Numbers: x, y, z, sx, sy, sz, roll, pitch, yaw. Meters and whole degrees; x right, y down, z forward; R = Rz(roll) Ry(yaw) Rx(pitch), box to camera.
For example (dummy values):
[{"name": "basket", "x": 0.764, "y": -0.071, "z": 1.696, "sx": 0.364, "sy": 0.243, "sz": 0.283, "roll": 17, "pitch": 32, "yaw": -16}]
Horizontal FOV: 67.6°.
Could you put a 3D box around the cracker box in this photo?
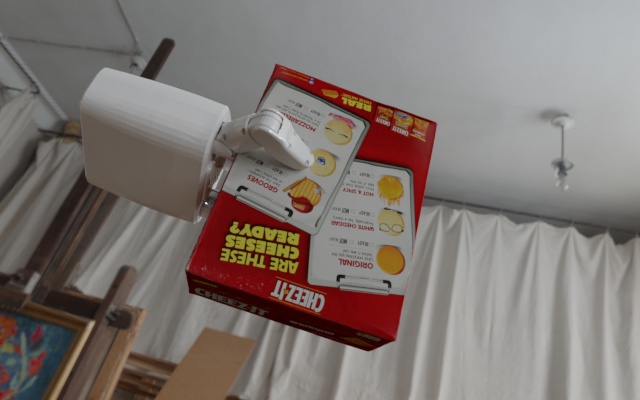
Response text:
[{"name": "cracker box", "x": 0.000, "y": 0.001, "z": 0.420, "sx": 0.164, "sy": 0.213, "sz": 0.072, "roll": 19, "pitch": -28, "yaw": -4}]
